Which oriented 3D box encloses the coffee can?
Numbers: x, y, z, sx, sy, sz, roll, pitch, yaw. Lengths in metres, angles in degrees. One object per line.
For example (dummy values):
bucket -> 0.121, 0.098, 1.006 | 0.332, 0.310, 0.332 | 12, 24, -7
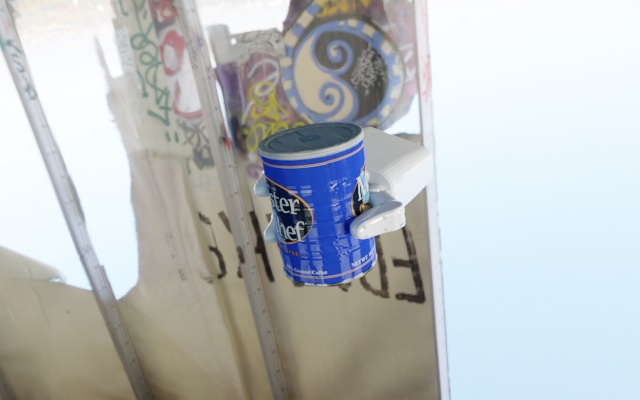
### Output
coffee can -> 0.000, 0.002, 0.488 | 0.103, 0.140, 0.102 | -8, 22, 3
